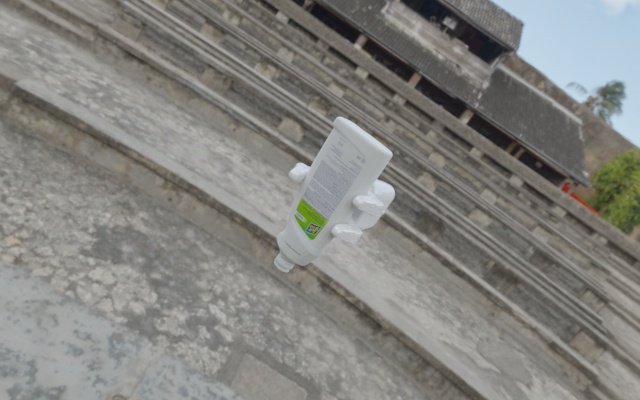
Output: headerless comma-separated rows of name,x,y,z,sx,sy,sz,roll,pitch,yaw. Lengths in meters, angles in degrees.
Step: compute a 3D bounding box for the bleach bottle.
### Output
bleach bottle,0.000,0.002,0.742,0.102,0.251,0.068,42,17,23
